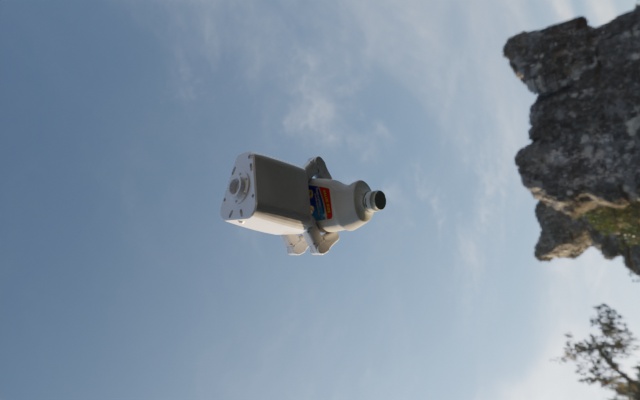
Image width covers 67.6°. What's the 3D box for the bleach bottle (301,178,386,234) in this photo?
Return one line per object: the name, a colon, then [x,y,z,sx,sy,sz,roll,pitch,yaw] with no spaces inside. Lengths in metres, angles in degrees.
bleach bottle: [0.000,0.003,0.785,0.251,0.102,0.068,-7,-18,45]
